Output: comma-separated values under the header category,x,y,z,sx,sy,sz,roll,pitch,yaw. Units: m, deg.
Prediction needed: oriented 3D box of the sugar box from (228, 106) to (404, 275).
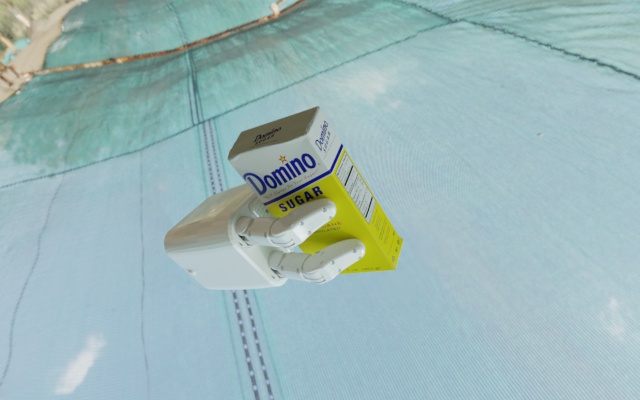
category,x,y,z,sx,sy,sz,roll,pitch,yaw
sugar box,0.000,0.002,0.455,0.093,0.048,0.176,-12,-48,34
